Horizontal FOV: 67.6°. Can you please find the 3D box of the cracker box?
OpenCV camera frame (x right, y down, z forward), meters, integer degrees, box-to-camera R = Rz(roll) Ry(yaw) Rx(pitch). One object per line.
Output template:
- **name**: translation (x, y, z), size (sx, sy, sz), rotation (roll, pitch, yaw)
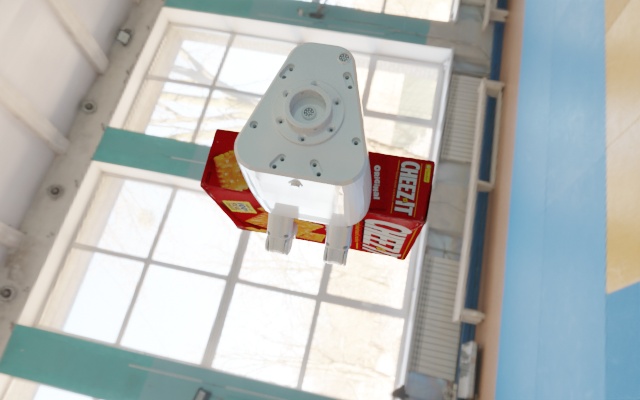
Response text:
- **cracker box**: translation (0.000, 0.001, 0.517), size (0.213, 0.072, 0.164), rotation (10, -17, 7)
